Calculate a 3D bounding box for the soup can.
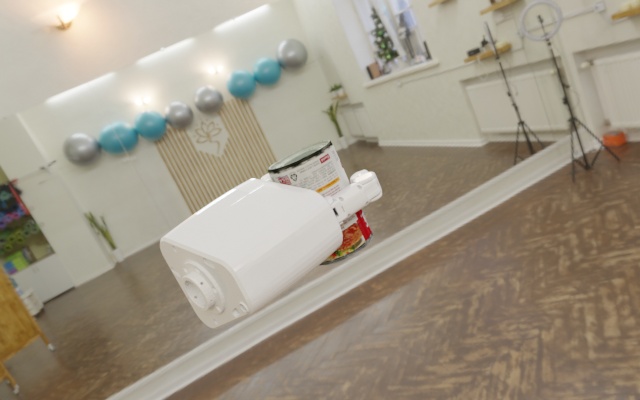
[{"bbox_3d":[0.000,0.001,0.460,0.068,0.102,0.068,-23,14,6],"label":"soup can"}]
